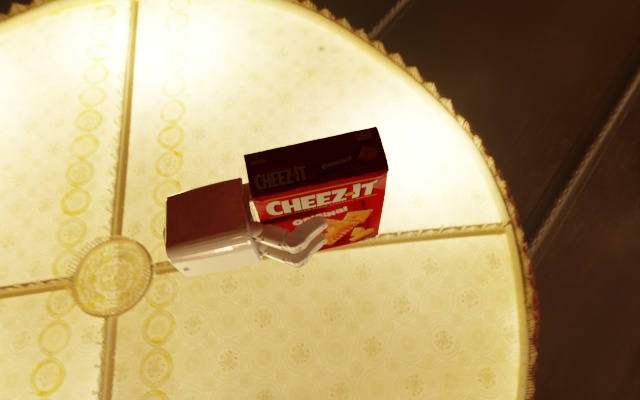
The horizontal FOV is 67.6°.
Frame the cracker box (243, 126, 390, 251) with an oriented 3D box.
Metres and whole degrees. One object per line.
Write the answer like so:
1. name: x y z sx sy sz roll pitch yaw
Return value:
1. cracker box: 0.000 0.002 0.643 0.164 0.072 0.214 -13 -25 -3
